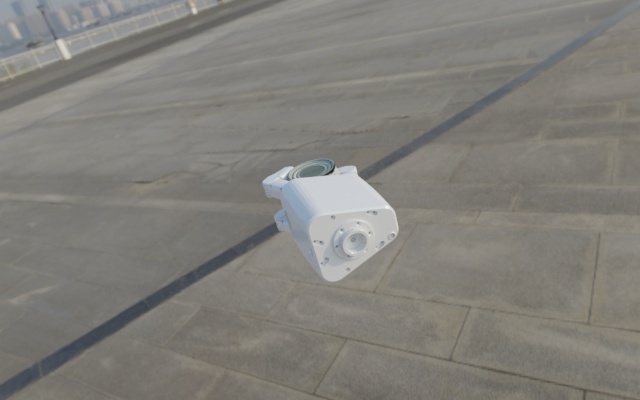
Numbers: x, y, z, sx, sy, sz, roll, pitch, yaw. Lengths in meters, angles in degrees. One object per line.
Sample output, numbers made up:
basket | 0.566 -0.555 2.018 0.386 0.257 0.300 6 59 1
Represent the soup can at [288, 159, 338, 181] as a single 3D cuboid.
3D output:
soup can | 0.000 0.002 0.659 0.068 0.102 0.068 -13 27 7
